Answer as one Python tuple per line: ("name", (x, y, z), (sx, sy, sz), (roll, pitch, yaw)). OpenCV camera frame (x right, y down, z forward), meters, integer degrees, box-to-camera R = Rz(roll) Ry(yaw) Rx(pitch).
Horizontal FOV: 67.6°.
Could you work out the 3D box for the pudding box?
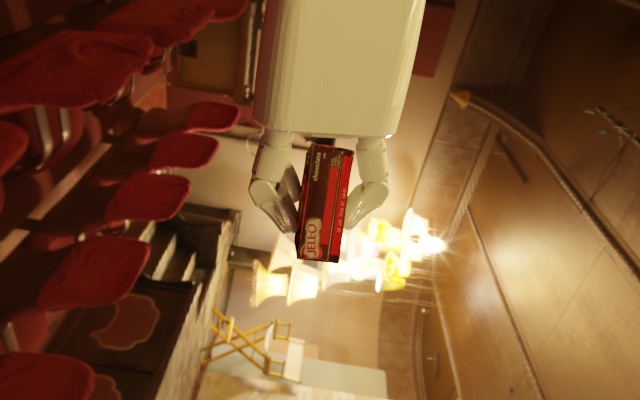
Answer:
("pudding box", (0.000, 0.001, 0.414), (0.039, 0.090, 0.113), (9, 1, -2))
